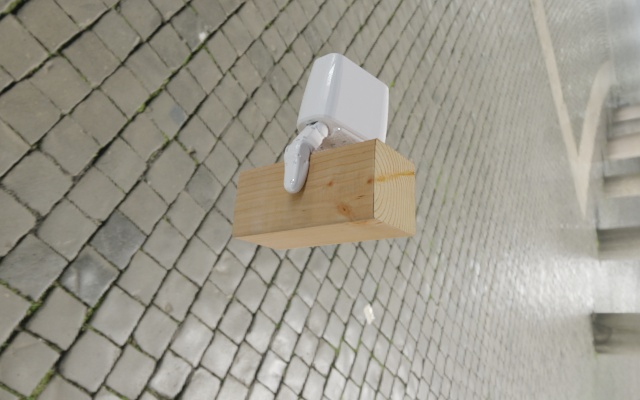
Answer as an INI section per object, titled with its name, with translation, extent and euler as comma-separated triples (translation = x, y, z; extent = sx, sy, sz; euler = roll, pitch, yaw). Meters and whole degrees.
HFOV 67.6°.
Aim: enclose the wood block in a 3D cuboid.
[wood block]
translation = 0.000, 0.001, 0.576
extent = 0.206, 0.090, 0.091
euler = -10, -22, 37
